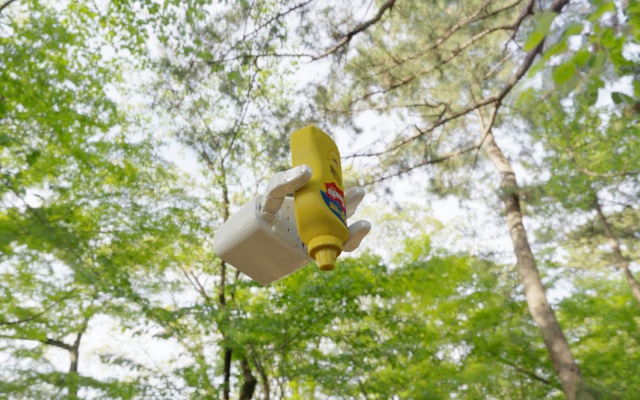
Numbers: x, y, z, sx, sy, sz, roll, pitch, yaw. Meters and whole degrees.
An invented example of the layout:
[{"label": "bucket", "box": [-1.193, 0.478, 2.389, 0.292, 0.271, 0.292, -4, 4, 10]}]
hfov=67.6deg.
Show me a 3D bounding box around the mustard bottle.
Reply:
[{"label": "mustard bottle", "box": [0.000, 0.002, 0.610, 0.058, 0.191, 0.096, -18, -38, 18]}]
